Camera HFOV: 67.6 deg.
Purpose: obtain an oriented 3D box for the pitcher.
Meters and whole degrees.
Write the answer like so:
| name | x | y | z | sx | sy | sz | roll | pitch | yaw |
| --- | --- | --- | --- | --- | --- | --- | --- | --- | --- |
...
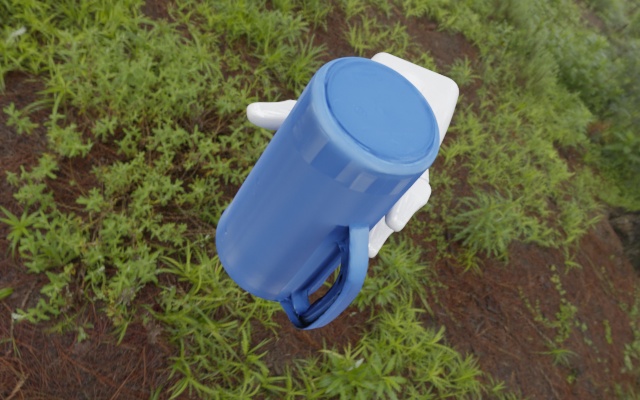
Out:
| name | x | y | z | sx | sy | sz | roll | pitch | yaw |
| --- | --- | --- | --- | --- | --- | --- | --- | --- | --- |
| pitcher | 0.000 | 0.001 | 0.430 | 0.149 | 0.145 | 0.243 | 37 | -38 | -2 |
